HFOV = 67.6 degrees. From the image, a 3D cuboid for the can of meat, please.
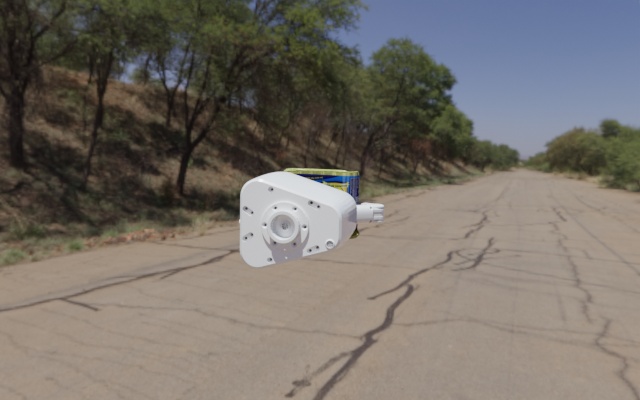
[{"bbox_3d":[0.000,0.002,0.618,0.102,0.084,0.057,3,6,13],"label":"can of meat"}]
